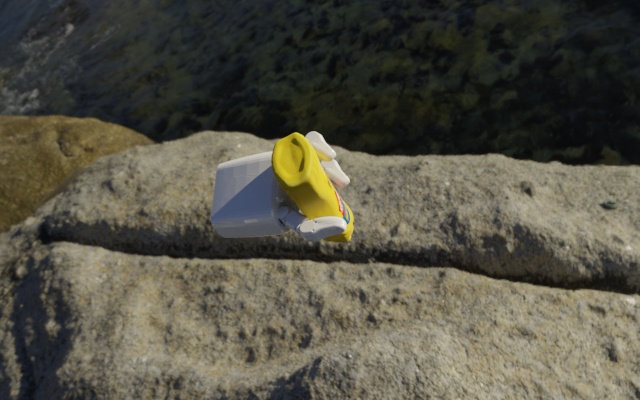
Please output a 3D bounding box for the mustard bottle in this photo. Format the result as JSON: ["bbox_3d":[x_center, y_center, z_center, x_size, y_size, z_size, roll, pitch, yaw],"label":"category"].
[{"bbox_3d":[0.000,0.002,0.659,0.058,0.096,0.192,-26,-44,7],"label":"mustard bottle"}]
